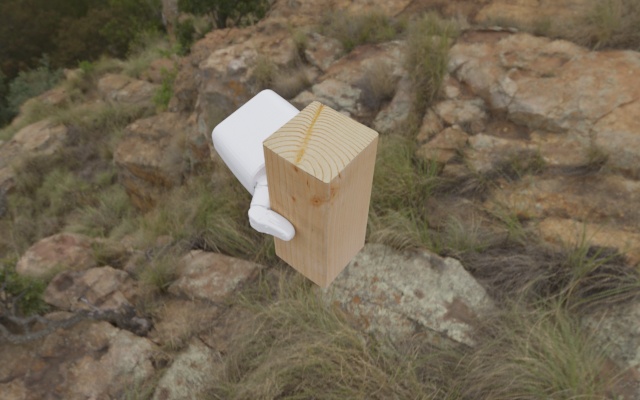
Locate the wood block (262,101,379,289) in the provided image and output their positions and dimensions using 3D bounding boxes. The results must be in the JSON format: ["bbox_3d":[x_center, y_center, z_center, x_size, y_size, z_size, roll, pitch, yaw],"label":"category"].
[{"bbox_3d":[0.000,0.002,0.569,0.090,0.206,0.090,32,58,24],"label":"wood block"}]
